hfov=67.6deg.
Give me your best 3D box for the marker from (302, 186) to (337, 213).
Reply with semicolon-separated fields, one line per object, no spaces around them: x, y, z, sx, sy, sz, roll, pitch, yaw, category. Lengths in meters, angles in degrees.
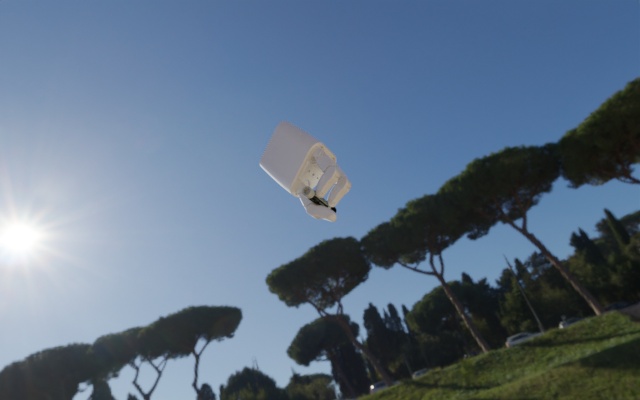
0.000;0.003;0.884;0.020;0.020;0.121;0;-19;26;marker
